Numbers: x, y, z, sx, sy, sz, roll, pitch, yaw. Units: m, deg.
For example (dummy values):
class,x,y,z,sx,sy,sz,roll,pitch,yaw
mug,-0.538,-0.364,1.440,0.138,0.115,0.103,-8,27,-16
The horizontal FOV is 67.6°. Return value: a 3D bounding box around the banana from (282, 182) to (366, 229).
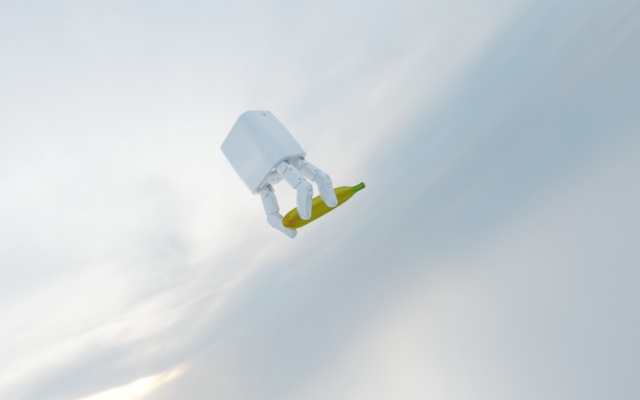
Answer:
class,x,y,z,sx,sy,sz,roll,pitch,yaw
banana,-0.006,0.010,0.848,0.197,0.037,0.070,-28,-10,-39
